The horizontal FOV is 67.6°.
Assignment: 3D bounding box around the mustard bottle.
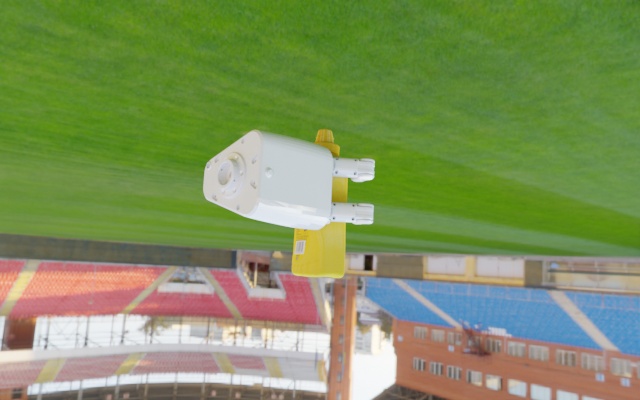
[{"bbox_3d":[0.000,0.002,0.618,0.058,0.191,0.096,6,-8,-21],"label":"mustard bottle"}]
